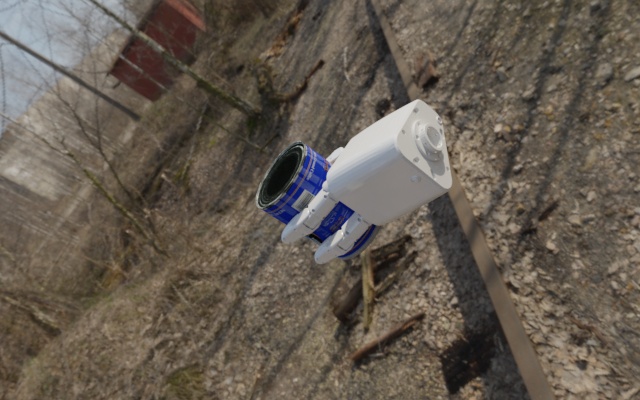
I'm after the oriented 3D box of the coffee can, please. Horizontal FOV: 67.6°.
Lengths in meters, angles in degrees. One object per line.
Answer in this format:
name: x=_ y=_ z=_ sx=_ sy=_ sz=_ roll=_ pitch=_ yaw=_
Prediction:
coffee can: x=0.000 y=0.002 z=0.637 sx=0.140 sy=0.102 sz=0.103 roll=34 pitch=-16 yaw=-25
